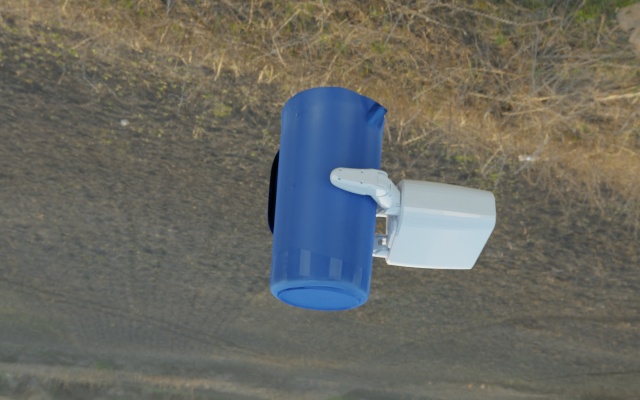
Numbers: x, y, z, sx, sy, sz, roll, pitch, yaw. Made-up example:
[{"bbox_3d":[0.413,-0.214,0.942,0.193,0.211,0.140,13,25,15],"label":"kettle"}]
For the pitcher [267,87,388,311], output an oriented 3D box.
[{"bbox_3d":[0.000,0.002,0.571,0.145,0.242,0.149,5,-26,0],"label":"pitcher"}]
